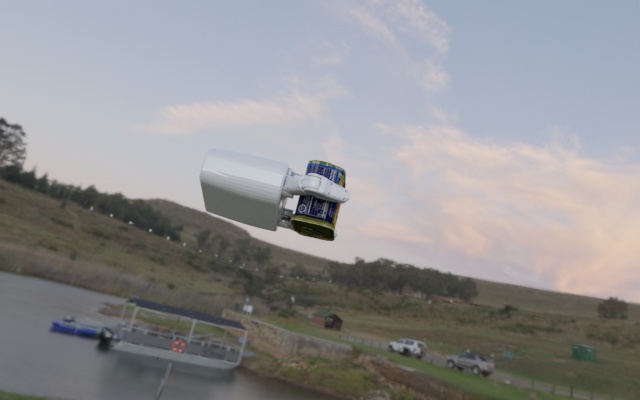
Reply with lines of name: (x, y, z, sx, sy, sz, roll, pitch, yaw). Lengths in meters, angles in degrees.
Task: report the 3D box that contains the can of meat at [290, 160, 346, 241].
can of meat: (0.000, 0.002, 0.643, 0.057, 0.084, 0.102, 13, -14, 5)
